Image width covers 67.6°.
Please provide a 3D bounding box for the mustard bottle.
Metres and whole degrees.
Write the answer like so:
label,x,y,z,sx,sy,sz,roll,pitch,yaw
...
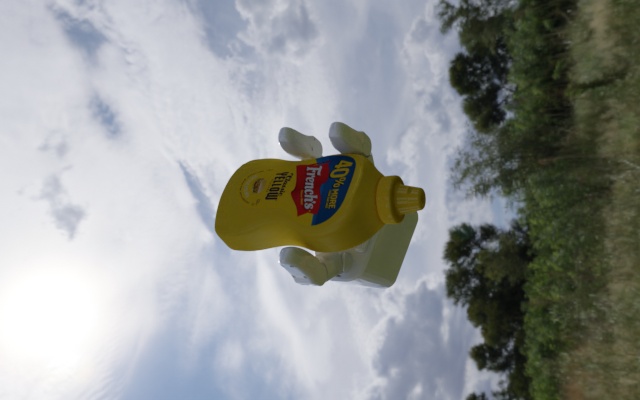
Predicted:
label,x,y,z,sx,sy,sz,roll,pitch,yaw
mustard bottle,0.000,0.001,0.434,0.191,0.096,0.058,-1,-40,29
